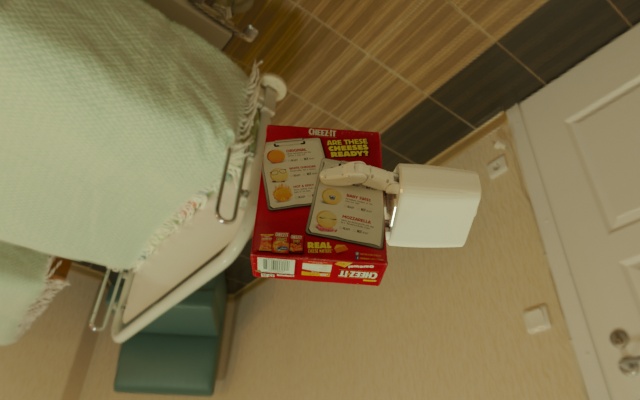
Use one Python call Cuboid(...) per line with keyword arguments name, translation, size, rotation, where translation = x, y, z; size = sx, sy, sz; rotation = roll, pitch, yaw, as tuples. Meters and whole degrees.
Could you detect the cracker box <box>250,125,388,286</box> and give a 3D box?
Cuboid(name="cracker box", translation=(0.000, 0.002, 0.641), size=(0.164, 0.213, 0.072), rotation=(4, -36, -3))
